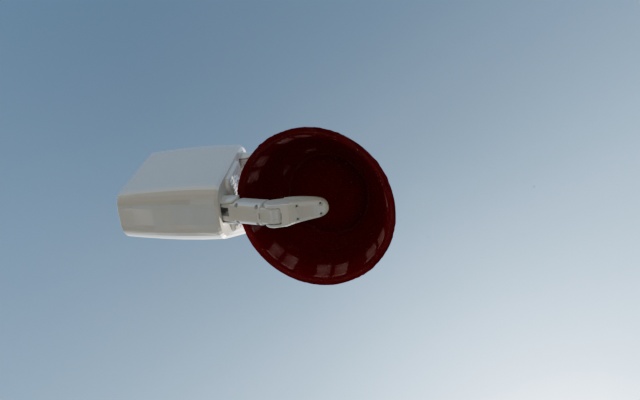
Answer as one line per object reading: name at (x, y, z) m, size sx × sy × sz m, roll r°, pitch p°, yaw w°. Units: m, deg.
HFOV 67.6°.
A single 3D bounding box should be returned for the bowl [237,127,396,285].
bowl at (0.001, 0.002, 0.484) m, size 0.162 × 0.162 × 0.055 m, roll 0°, pitch 18°, yaw 19°
